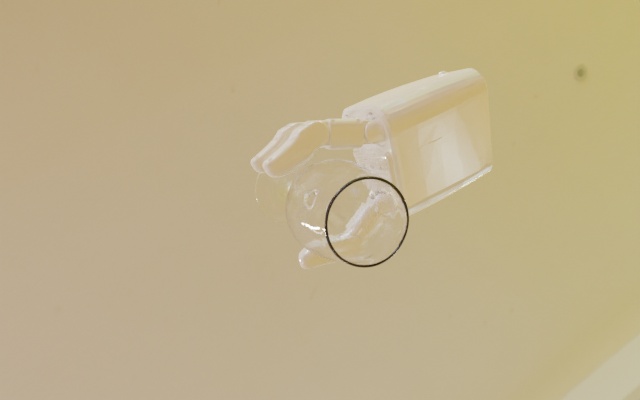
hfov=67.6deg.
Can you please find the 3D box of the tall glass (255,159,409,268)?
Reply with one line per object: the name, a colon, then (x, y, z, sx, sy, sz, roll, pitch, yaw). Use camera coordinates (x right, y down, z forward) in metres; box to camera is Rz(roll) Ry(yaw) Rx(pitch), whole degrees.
tall glass: (0.000, 0.001, 0.410, 0.079, 0.079, 0.201, 0, 8, -19)
